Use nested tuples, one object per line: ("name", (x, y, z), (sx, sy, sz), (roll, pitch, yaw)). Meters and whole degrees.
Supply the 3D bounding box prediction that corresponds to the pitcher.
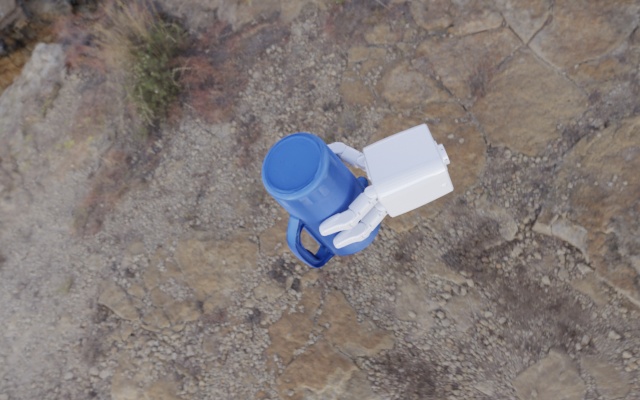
("pitcher", (0.000, 0.002, 0.773), (0.145, 0.149, 0.243), (-21, -29, 14))
